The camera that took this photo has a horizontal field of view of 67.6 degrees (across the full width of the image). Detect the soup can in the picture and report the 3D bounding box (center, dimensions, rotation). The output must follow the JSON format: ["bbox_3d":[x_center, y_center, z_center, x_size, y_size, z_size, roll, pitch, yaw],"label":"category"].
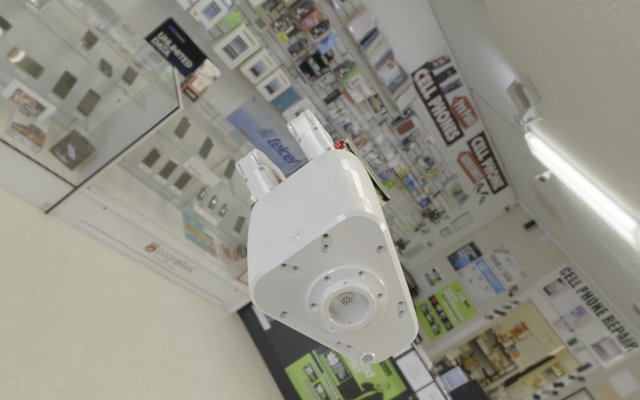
[{"bbox_3d":[0.000,0.001,0.415,0.102,0.068,0.068,-36,-7,10],"label":"soup can"}]
